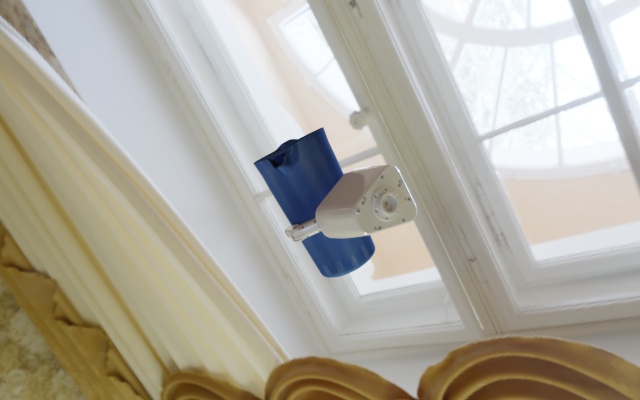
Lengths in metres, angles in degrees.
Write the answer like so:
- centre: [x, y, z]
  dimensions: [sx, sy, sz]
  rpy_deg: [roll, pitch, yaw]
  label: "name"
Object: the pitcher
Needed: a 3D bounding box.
- centre: [0.000, 0.003, 0.833]
  dimensions: [0.149, 0.243, 0.145]
  rpy_deg: [-33, 11, -27]
  label: "pitcher"
